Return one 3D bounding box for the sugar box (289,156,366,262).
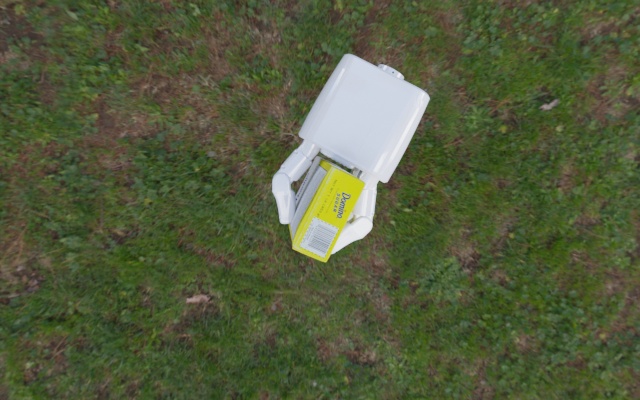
[{"bbox_3d":[0.001,0.002,0.557,0.048,0.093,0.176,27,6,-6],"label":"sugar box"}]
